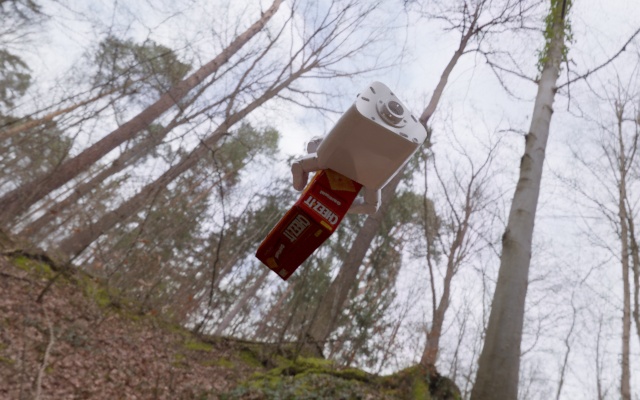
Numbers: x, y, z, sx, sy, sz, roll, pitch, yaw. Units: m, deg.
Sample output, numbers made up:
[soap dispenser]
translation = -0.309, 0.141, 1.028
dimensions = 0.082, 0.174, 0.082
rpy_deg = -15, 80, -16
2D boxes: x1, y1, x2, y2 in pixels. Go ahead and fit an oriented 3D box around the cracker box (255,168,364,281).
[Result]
[cracker box]
translation = 0.000, 0.002, 0.754
dimensions = 0.164, 0.072, 0.213
rpy_deg = -50, 3, 47
